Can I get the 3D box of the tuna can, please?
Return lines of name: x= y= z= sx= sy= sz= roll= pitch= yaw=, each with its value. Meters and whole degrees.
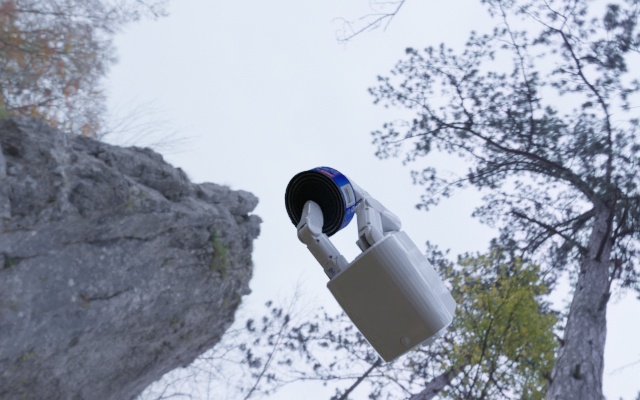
tuna can: x=0.000 y=0.002 z=0.580 sx=0.086 sy=0.086 sz=0.033 roll=0 pitch=14 yaw=33
